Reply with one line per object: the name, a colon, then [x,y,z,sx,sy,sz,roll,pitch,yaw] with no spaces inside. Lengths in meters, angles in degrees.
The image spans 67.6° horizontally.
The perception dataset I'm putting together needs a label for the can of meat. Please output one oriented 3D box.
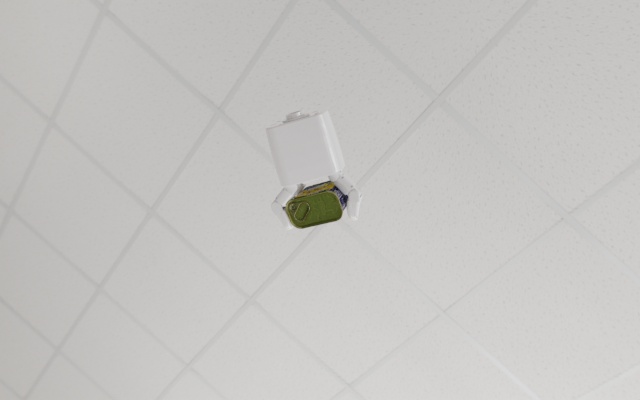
can of meat: [0.000,0.003,0.865,0.102,0.057,0.084,-14,16,22]
